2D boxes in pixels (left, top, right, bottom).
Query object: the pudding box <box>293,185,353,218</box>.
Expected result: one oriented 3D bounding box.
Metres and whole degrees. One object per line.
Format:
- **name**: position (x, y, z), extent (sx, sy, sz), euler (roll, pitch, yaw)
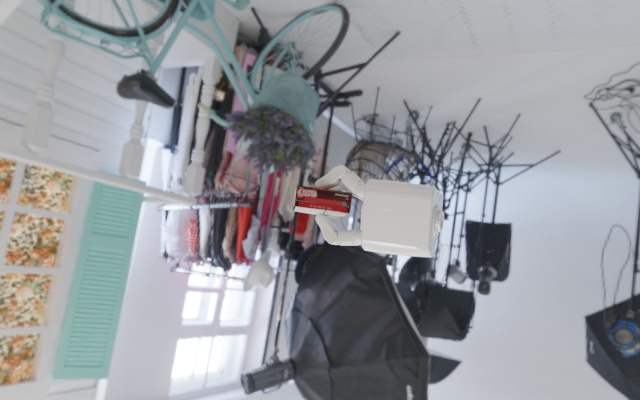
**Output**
- **pudding box**: position (0.000, 0.003, 0.796), extent (0.090, 0.039, 0.113), euler (9, -7, -4)
